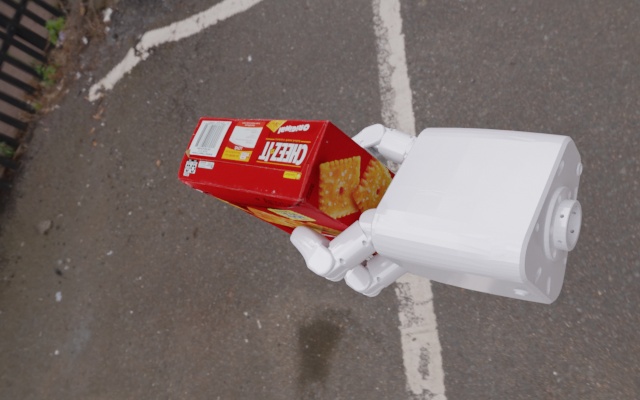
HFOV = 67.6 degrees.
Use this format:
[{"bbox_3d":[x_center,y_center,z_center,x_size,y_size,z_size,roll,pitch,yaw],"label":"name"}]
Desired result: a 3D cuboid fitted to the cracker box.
[{"bbox_3d":[0.000,0.001,0.451,0.164,0.072,0.214,10,-15,42],"label":"cracker box"}]
